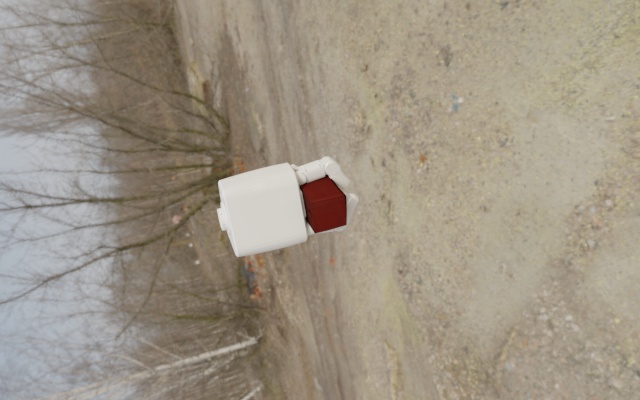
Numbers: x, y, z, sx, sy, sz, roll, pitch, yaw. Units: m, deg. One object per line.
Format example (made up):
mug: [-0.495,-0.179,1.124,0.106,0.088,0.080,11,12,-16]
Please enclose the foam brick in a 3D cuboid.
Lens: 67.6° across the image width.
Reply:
foam brick: [0.000,0.002,0.693,0.051,0.053,0.078,-14,33,-16]
